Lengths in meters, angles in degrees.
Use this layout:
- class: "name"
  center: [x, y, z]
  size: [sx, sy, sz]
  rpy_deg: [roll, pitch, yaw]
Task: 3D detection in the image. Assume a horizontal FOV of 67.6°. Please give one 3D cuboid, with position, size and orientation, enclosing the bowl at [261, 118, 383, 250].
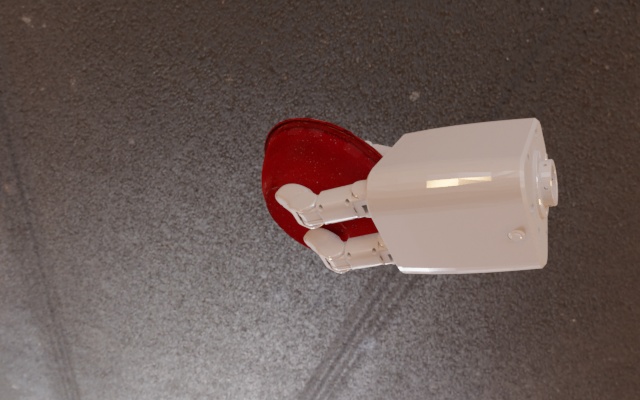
- class: "bowl"
  center: [-0.001, 0.002, 0.458]
  size: [0.162, 0.162, 0.055]
  rpy_deg: [0, 44, 44]
